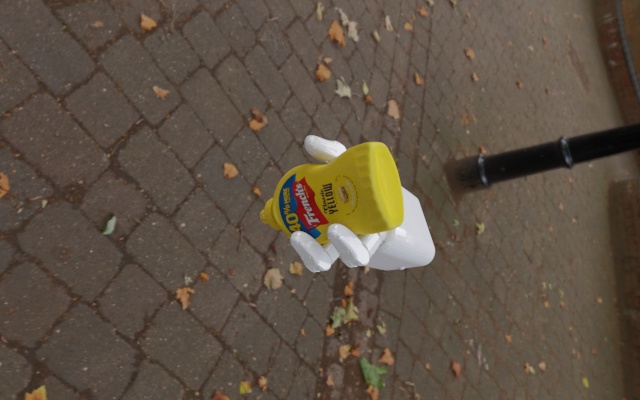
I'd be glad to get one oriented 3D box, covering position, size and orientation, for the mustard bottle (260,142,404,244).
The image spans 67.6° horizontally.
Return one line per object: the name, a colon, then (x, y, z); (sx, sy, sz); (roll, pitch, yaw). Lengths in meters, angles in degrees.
mustard bottle: (0.000, 0.002, 0.558); (0.191, 0.096, 0.058); (-15, -2, 39)
